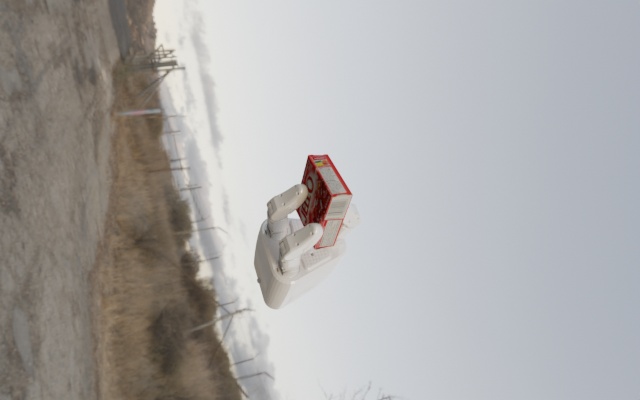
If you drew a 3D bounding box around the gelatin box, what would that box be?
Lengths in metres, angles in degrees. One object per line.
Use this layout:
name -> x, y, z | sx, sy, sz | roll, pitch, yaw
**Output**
gelatin box -> 0.001, 0.002, 0.565 | 0.030, 0.089, 0.073 | -6, 46, -25
